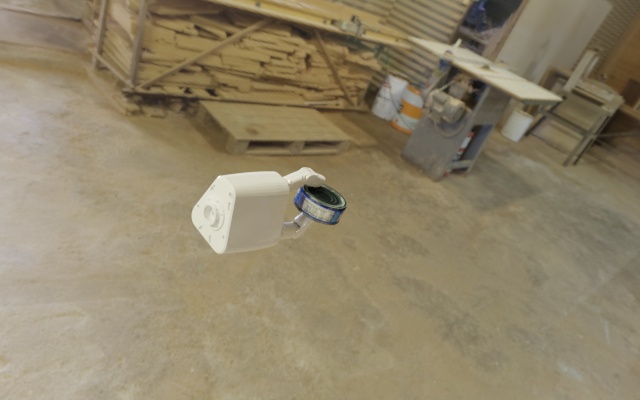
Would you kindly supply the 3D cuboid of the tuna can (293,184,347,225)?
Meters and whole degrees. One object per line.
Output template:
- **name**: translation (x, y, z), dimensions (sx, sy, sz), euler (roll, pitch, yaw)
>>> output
- **tuna can**: translation (0.000, 0.002, 0.794), dimensions (0.086, 0.034, 0.086), euler (23, 23, -10)
